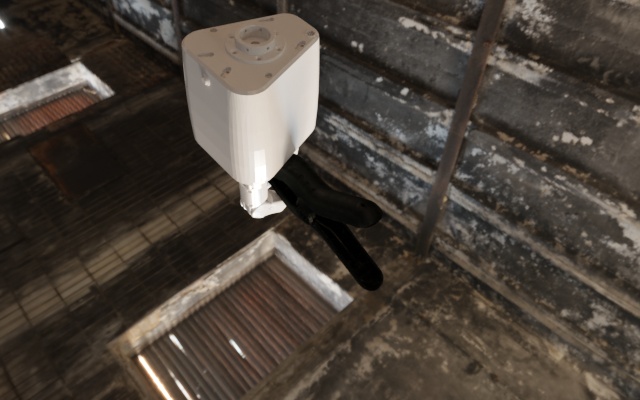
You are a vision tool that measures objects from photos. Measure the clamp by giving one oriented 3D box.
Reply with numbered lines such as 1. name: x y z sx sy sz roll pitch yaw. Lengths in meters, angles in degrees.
1. clamp: 0.000 0.001 0.448 0.039 0.171 0.120 -35 -26 -27
